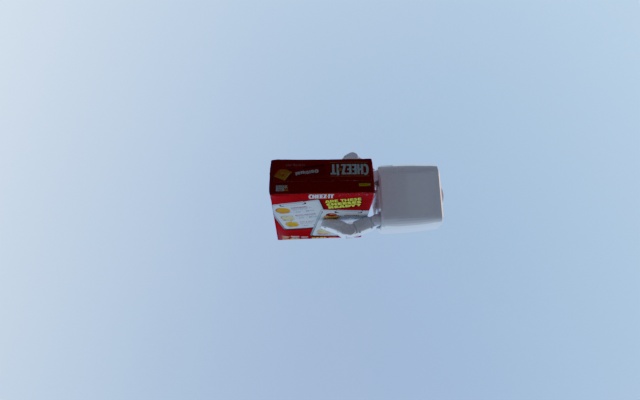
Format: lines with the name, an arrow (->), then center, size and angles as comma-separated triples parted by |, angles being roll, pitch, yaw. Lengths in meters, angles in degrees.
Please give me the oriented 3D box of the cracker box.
cracker box -> 0.000, 0.003, 0.833 | 0.164, 0.072, 0.214 | -1, -24, -2
